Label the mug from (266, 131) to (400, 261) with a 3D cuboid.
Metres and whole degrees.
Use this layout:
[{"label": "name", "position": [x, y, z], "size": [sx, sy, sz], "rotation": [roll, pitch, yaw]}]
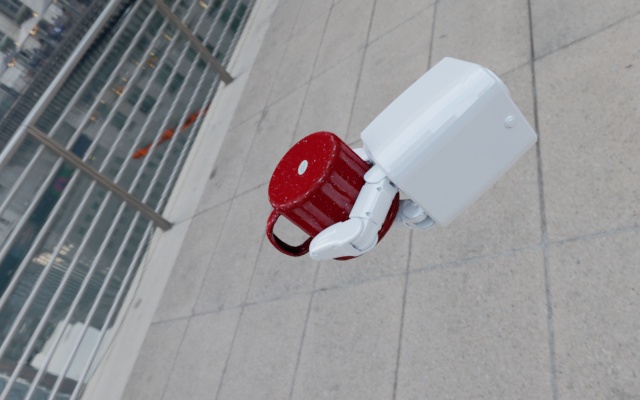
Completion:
[{"label": "mug", "position": [-0.001, 0.002, 0.423], "size": [0.081, 0.117, 0.093], "rotation": [39, 14, -33]}]
